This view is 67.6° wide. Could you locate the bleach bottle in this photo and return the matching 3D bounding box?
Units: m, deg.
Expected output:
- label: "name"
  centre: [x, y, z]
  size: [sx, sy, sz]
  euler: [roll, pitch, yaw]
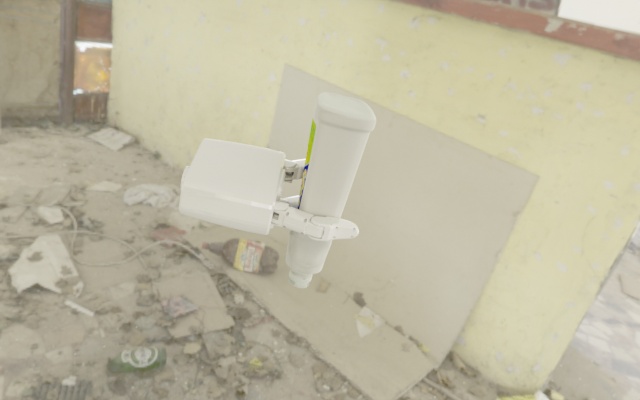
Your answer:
- label: "bleach bottle"
  centre: [0.000, 0.002, 0.588]
  size: [0.068, 0.251, 0.102]
  euler: [12, 23, -6]
